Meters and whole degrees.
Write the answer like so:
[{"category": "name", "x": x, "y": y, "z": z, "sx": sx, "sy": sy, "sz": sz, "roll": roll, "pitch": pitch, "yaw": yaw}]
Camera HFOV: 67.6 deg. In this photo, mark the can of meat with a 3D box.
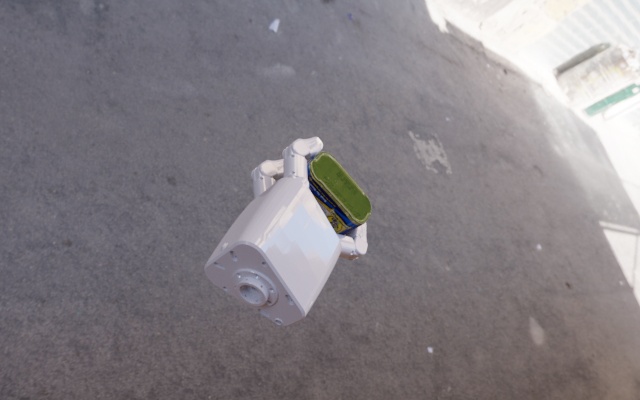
[{"category": "can of meat", "x": 0.000, "y": 0.002, "z": 0.578, "sx": 0.084, "sy": 0.102, "sz": 0.057, "roll": -33, "pitch": 14, "yaw": 40}]
